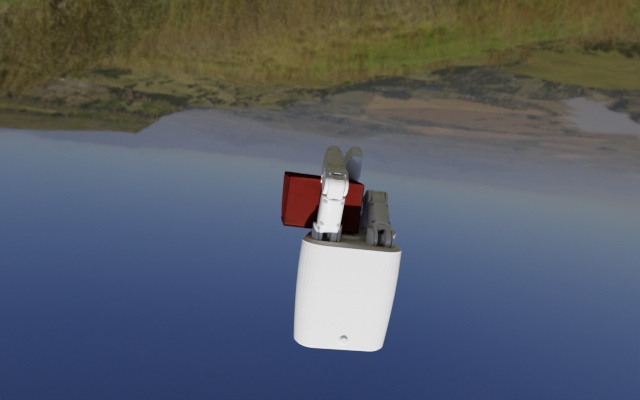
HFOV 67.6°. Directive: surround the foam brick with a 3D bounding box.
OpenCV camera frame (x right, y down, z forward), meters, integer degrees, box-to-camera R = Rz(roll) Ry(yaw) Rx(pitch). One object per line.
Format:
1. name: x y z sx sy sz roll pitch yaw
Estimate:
1. foam brick: 0.000 0.001 0.491 0.078 0.051 0.053 7 7 -9
